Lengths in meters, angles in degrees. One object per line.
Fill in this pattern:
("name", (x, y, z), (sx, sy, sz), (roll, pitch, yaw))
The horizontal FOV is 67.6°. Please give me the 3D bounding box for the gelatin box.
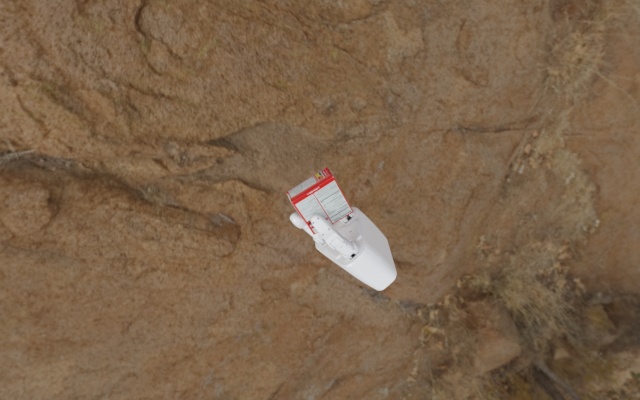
("gelatin box", (0.000, 0.002, 0.731), (0.073, 0.089, 0.030), (-31, 43, 1))
